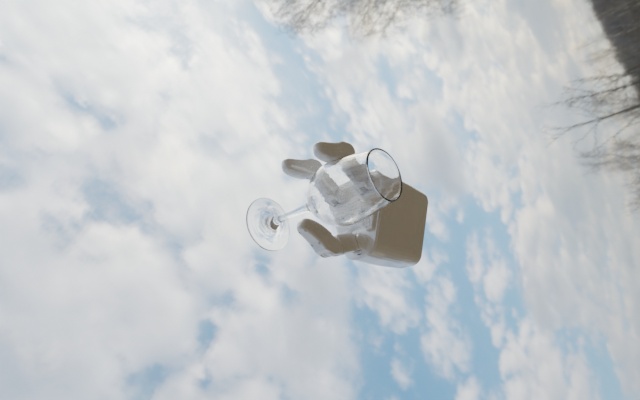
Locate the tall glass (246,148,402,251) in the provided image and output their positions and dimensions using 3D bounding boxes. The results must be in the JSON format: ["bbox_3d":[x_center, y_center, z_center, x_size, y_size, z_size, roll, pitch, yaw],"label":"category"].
[{"bbox_3d":[0.000,0.002,0.577,0.201,0.079,0.079,-23,-16,40],"label":"tall glass"}]
